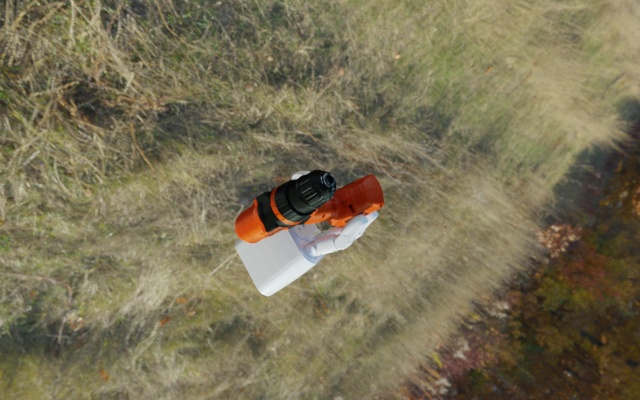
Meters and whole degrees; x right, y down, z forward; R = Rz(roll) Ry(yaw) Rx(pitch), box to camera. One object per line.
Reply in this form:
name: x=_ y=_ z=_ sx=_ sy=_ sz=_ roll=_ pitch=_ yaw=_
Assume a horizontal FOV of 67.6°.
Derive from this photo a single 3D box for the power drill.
power drill: x=0.000 y=0.002 z=0.648 sx=0.187 sy=0.057 sz=0.184 roll=-5 pitch=-15 yaw=-44
